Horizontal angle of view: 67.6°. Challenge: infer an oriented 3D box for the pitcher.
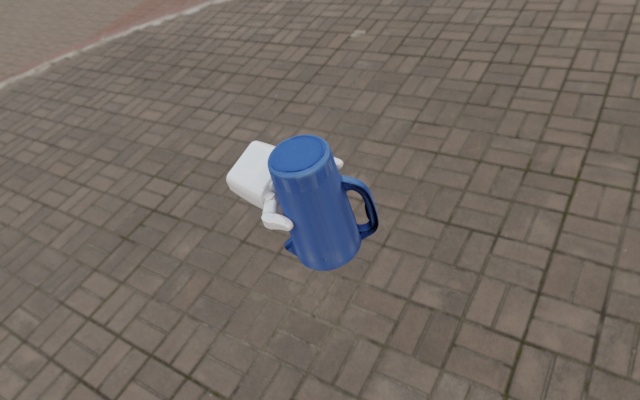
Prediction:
[{"bbox_3d":[0.000,0.003,0.857,0.145,0.243,0.149,27,59,36],"label":"pitcher"}]
